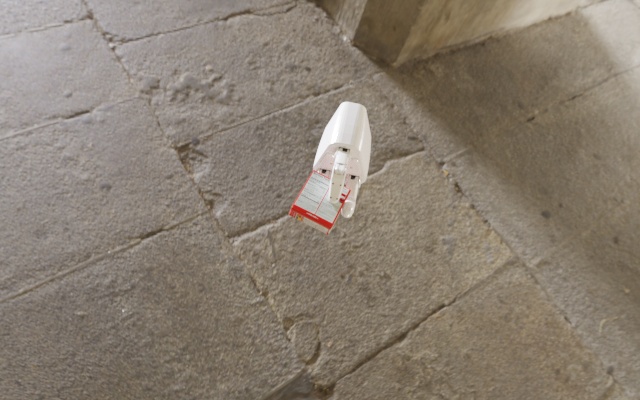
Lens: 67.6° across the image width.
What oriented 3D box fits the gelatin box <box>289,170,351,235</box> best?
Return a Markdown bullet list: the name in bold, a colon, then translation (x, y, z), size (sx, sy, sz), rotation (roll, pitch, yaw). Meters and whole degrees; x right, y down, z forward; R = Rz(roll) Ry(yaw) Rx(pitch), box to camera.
- **gelatin box**: translation (0.000, 0.003, 0.790), size (0.073, 0.089, 0.030), rotation (27, -34, 2)
